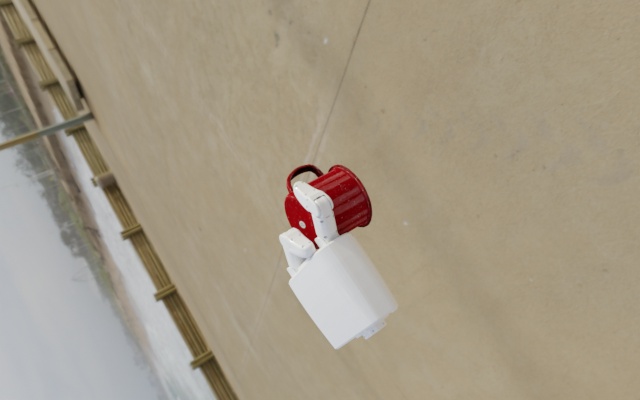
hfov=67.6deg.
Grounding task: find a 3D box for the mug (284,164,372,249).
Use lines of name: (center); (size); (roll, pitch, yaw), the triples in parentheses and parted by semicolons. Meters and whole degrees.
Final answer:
mug: (-0.001, 0.001, 0.626); (0.081, 0.117, 0.093); (-28, -17, -26)
